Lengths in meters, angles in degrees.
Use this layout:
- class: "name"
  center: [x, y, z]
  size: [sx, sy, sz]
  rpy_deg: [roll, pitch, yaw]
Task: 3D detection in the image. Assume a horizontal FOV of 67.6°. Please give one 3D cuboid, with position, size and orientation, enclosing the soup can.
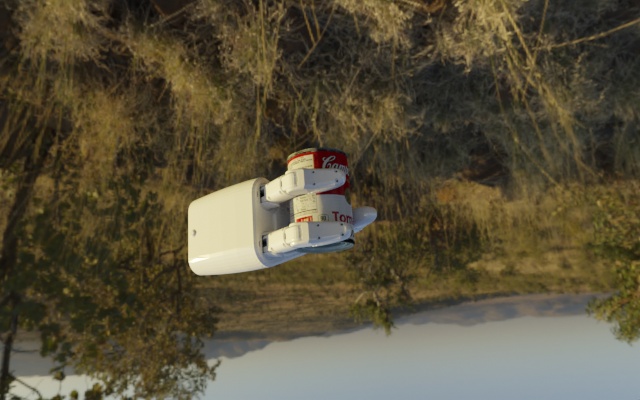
- class: "soup can"
  center: [0.001, 0.002, 0.520]
  size: [0.068, 0.102, 0.068]
  rpy_deg: [-4, -16, -1]
